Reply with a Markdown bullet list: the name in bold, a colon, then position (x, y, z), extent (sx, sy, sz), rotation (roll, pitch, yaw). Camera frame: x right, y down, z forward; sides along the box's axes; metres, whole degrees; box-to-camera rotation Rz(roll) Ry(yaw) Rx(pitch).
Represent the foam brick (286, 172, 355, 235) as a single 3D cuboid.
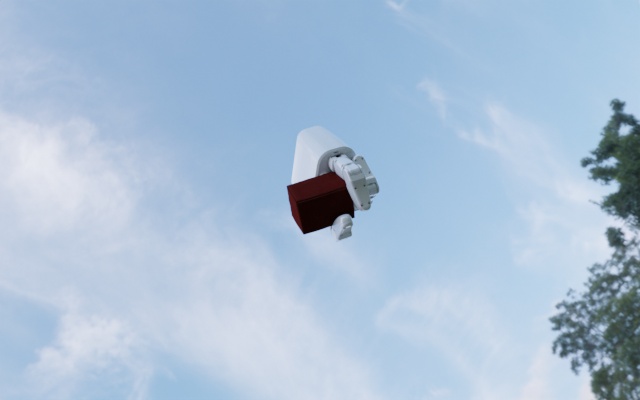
- **foam brick**: position (0.000, 0.002, 0.641), extent (0.078, 0.053, 0.051), rotation (-17, 33, -14)
